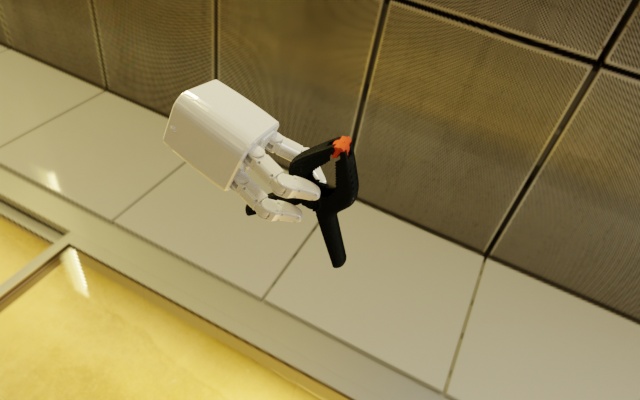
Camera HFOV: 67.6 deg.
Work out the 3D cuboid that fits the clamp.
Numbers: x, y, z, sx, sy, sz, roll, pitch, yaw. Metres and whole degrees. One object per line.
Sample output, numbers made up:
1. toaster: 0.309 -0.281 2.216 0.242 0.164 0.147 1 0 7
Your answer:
1. clamp: 0.000 0.001 0.632 0.164 0.036 0.210 35 -44 -3
